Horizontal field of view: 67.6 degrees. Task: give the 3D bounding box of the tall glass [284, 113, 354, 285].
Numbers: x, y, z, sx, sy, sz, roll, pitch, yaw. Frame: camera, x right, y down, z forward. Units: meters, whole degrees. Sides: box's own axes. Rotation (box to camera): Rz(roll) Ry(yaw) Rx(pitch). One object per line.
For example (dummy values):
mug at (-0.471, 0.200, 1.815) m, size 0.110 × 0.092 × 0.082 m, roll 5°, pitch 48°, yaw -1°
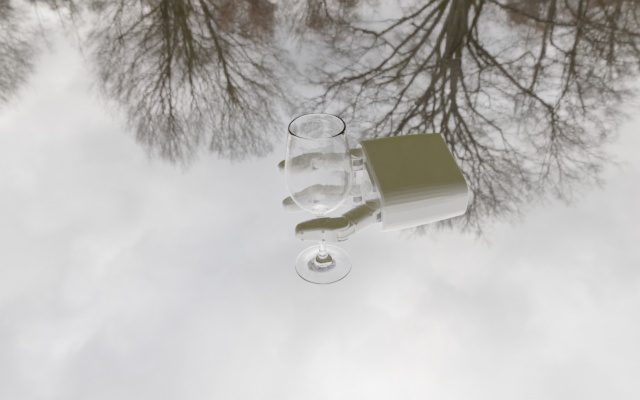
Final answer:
tall glass at (0.000, 0.002, 0.560) m, size 0.079 × 0.201 × 0.079 m, roll -2°, pitch 36°, yaw 2°
